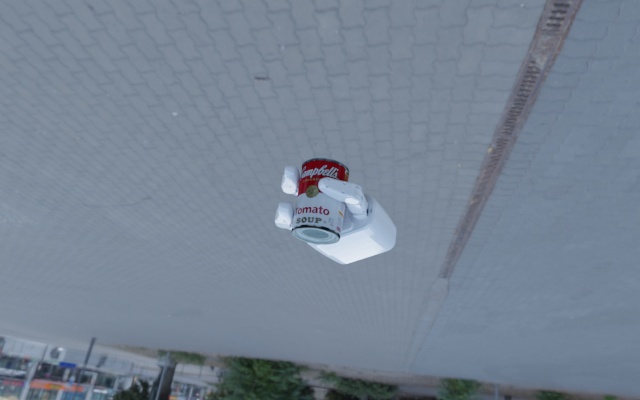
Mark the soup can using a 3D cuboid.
[{"bbox_3d":[0.000,0.002,0.654,0.068,0.102,0.068,7,-23,3],"label":"soup can"}]
